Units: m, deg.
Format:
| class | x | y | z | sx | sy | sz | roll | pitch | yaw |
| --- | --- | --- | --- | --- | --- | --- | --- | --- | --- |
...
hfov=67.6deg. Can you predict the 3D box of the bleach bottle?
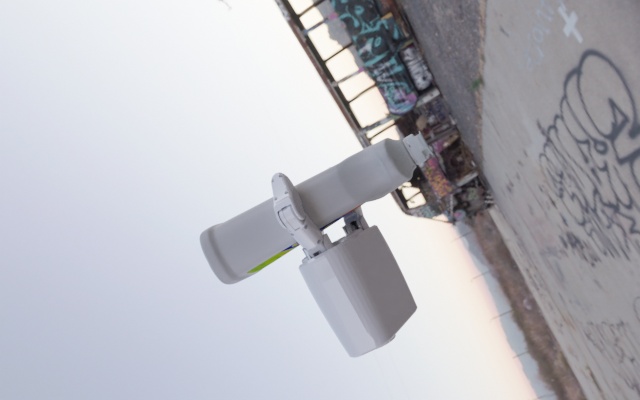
| class | x | y | z | sx | sy | sz | roll | pitch | yaw |
| --- | --- | --- | --- | --- | --- | --- | --- | --- | --- |
| bleach bottle | 0.000 | 0.002 | 0.509 | 0.251 | 0.068 | 0.102 | -30 | -6 | 15 |
